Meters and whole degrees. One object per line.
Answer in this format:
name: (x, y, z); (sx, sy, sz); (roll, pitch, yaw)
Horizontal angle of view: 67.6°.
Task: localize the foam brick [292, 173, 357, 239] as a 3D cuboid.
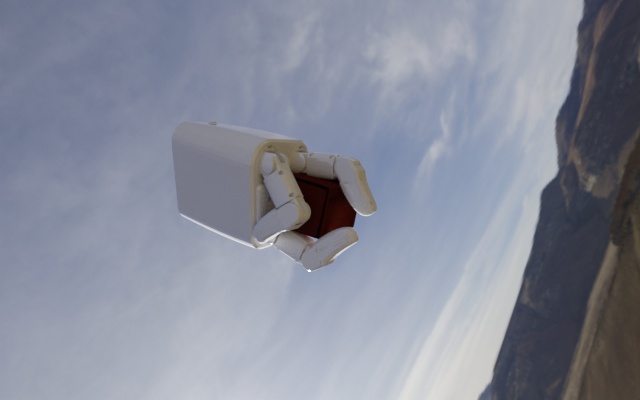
foam brick: (0.000, 0.002, 0.480); (0.051, 0.053, 0.078); (17, 13, 26)
